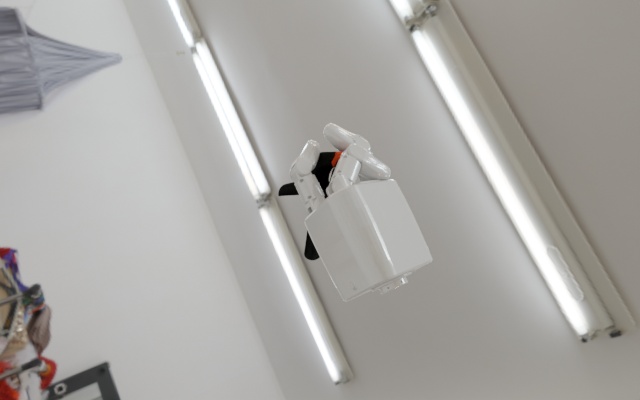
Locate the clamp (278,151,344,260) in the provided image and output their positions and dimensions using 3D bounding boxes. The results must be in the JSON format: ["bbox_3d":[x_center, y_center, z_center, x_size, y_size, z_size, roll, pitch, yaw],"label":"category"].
[{"bbox_3d":[0.001,0.002,0.622,0.039,0.120,0.171,-16,-16,-33],"label":"clamp"}]
